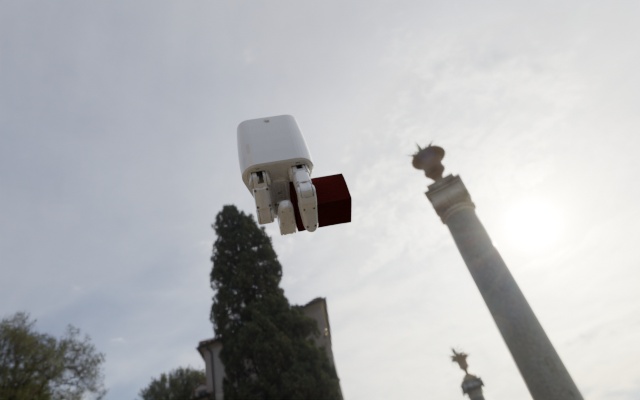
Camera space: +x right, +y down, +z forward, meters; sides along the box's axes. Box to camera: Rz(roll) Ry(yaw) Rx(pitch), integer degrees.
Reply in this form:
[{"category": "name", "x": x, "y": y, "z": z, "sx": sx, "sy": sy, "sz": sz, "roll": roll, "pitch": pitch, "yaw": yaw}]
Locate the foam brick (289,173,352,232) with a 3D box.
[{"category": "foam brick", "x": 0.000, "y": 0.002, "z": 0.661, "sx": 0.078, "sy": 0.051, "sz": 0.053, "roll": -9, "pitch": -43, "yaw": -9}]
